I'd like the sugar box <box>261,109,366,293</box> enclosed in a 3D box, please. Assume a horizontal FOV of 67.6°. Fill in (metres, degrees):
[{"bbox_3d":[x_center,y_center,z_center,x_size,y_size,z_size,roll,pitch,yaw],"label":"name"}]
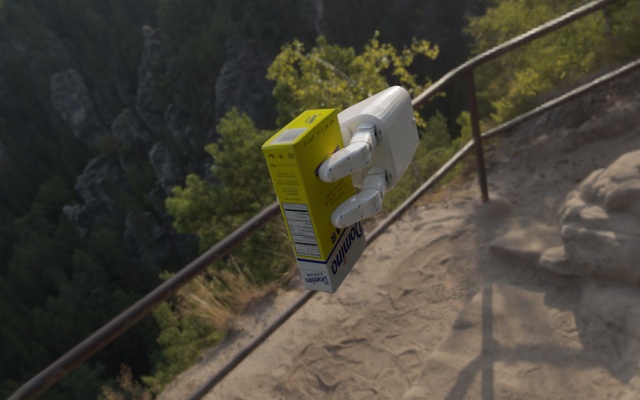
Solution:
[{"bbox_3d":[0.001,0.002,0.512,0.048,0.176,0.093,1,32,33],"label":"sugar box"}]
